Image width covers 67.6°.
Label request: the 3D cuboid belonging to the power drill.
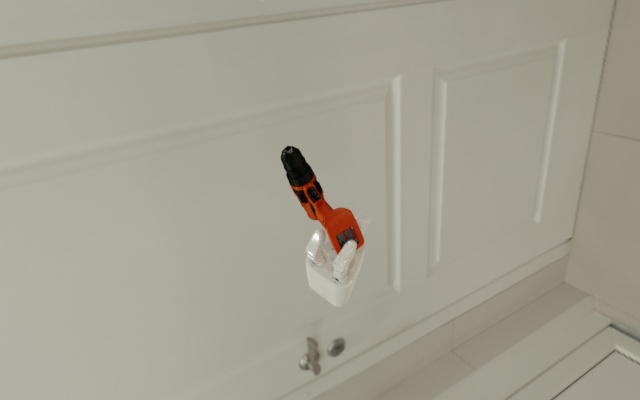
[{"bbox_3d":[0.000,0.003,0.873,0.057,0.185,0.187,-33,43,-5],"label":"power drill"}]
